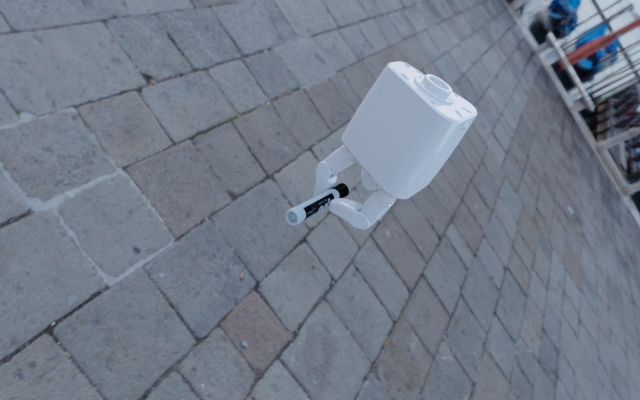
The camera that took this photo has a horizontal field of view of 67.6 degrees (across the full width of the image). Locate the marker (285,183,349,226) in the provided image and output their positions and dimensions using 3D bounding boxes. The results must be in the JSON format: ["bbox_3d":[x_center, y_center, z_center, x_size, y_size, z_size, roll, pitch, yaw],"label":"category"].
[{"bbox_3d":[0.000,0.002,0.575,0.020,0.020,0.121,0,17,34],"label":"marker"}]
